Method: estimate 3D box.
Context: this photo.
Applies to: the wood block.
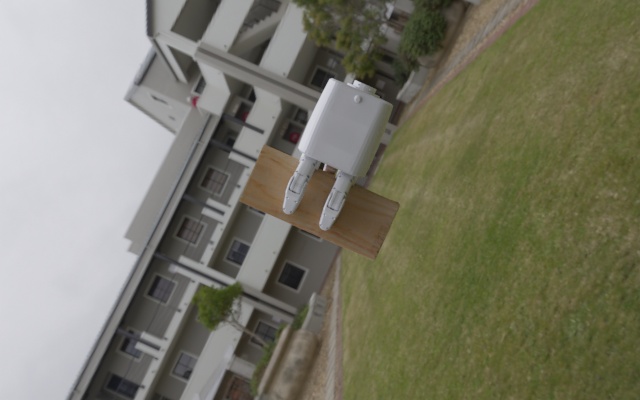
[{"bbox_3d":[0.000,0.002,0.703,0.206,0.090,0.091,24,3,2],"label":"wood block"}]
